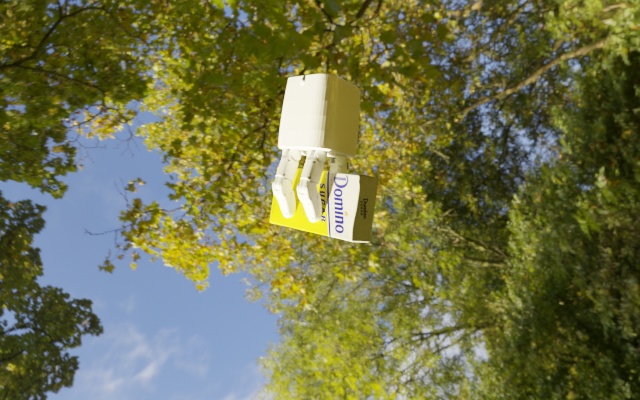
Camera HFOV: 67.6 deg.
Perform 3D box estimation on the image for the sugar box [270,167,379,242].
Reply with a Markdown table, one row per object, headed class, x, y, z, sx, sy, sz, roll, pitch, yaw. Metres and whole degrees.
| class | x | y | z | sx | sy | sz | roll | pitch | yaw |
| --- | --- | --- | --- | --- | --- | --- | --- | --- | --- |
| sugar box | 0.000 | 0.002 | 0.706 | 0.048 | 0.093 | 0.176 | 7 | 1 | -43 |
